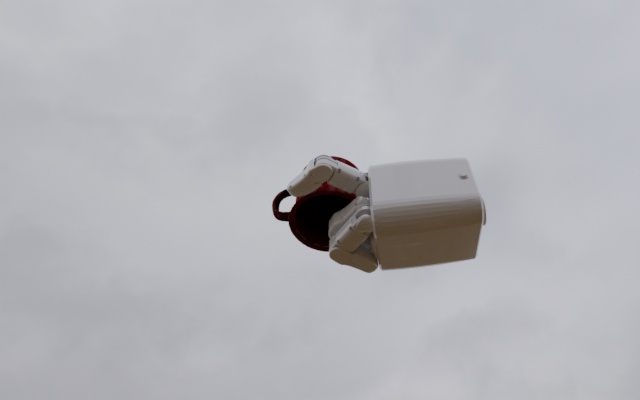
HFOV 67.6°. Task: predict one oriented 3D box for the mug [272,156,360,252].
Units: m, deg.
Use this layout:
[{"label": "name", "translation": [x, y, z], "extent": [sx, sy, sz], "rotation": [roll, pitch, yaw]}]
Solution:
[{"label": "mug", "translation": [-0.001, 0.002, 0.574], "extent": [0.117, 0.093, 0.081], "rotation": [-6, 39, 8]}]
